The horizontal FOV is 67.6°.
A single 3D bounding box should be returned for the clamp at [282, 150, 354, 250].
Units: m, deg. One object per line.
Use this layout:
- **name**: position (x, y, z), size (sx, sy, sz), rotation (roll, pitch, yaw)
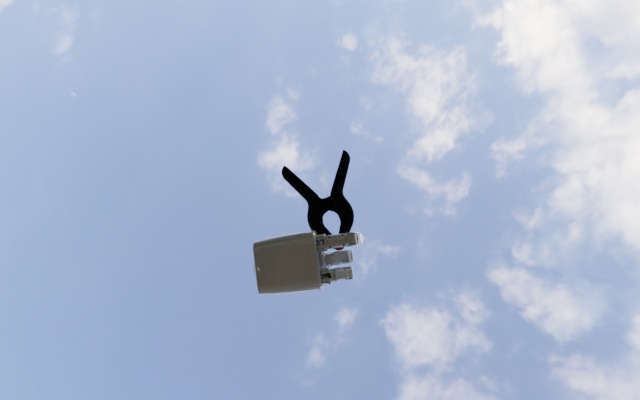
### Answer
- **clamp**: position (0.000, 0.003, 0.815), size (0.120, 0.171, 0.039), rotation (-8, -11, 4)
